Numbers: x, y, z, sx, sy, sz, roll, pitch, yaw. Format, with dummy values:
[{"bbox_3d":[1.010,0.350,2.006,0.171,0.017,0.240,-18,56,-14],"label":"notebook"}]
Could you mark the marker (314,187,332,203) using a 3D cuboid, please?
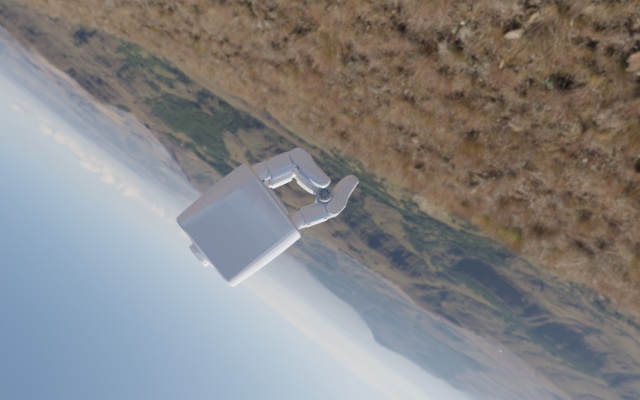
[{"bbox_3d":[0.000,0.002,0.639,0.020,0.020,0.121,0,-10,-4],"label":"marker"}]
